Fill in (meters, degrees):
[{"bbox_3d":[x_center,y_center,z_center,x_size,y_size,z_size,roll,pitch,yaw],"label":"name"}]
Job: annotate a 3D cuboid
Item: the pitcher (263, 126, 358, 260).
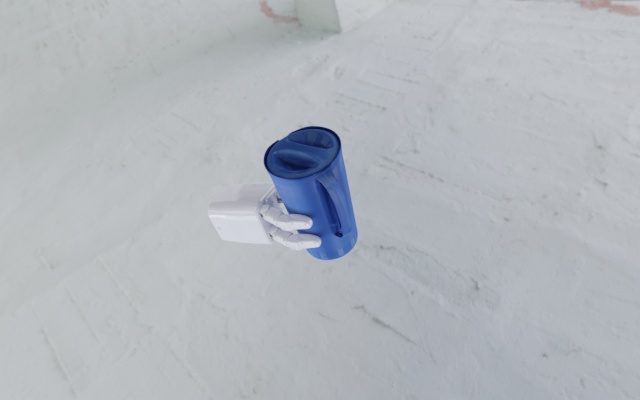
[{"bbox_3d":[0.000,0.003,0.858,0.145,0.149,0.243,0,-44,19],"label":"pitcher"}]
